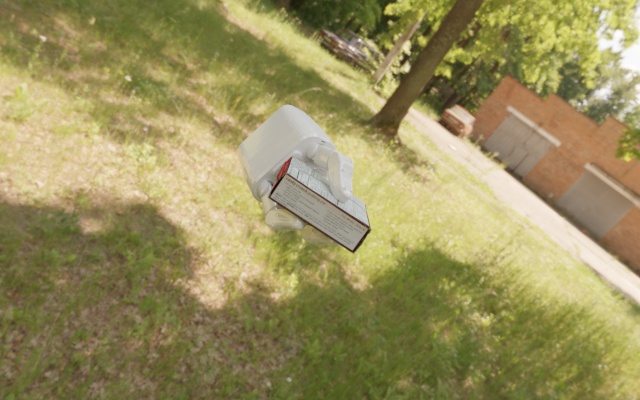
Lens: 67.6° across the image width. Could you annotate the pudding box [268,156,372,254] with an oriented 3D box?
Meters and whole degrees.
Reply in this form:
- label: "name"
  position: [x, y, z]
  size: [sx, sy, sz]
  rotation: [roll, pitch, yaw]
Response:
- label: "pudding box"
  position: [0.000, 0.002, 0.536]
  size: [0.113, 0.039, 0.090]
  rotation: [32, 15, -8]
